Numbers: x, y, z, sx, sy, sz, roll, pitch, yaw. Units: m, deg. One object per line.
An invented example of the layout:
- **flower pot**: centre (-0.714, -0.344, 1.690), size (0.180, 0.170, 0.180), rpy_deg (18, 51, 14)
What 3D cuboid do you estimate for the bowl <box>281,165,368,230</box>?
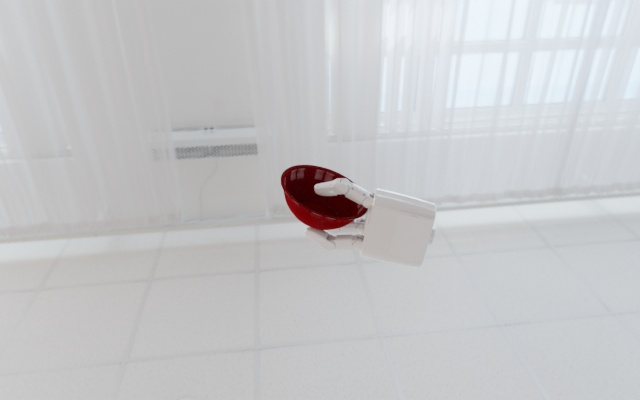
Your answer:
- **bowl**: centre (-0.001, 0.002, 0.844), size (0.162, 0.055, 0.162), rpy_deg (16, 32, -10)
